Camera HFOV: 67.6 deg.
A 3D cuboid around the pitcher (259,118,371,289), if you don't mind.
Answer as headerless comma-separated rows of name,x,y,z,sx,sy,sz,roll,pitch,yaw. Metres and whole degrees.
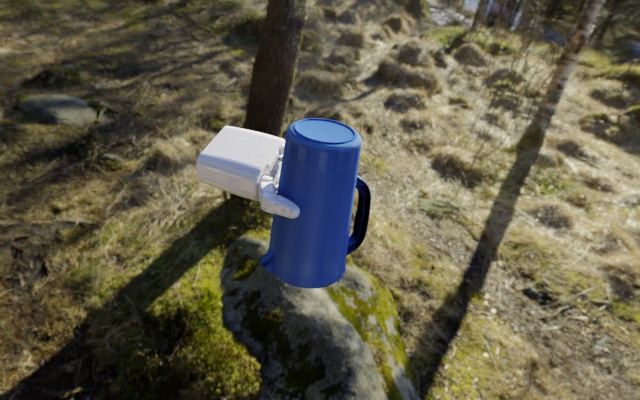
pitcher,0.000,0.002,0.739,0.145,0.243,0.149,16,31,12
